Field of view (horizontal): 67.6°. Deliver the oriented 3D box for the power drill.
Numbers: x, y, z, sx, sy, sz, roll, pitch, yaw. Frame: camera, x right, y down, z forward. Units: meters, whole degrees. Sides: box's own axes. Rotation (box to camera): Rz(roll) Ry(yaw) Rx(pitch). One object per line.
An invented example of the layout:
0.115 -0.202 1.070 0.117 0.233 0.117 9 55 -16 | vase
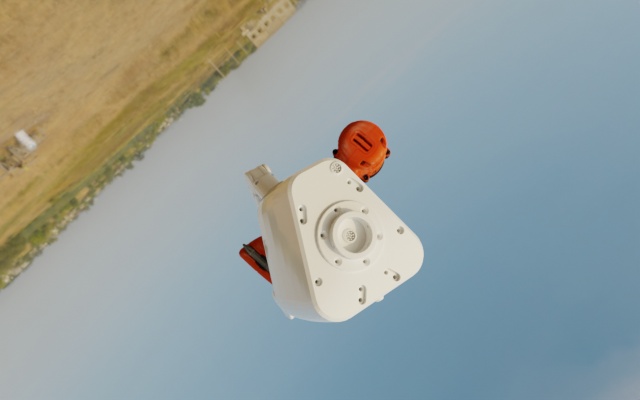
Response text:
0.000 0.002 0.521 0.057 0.187 0.184 39 1 6 | power drill
